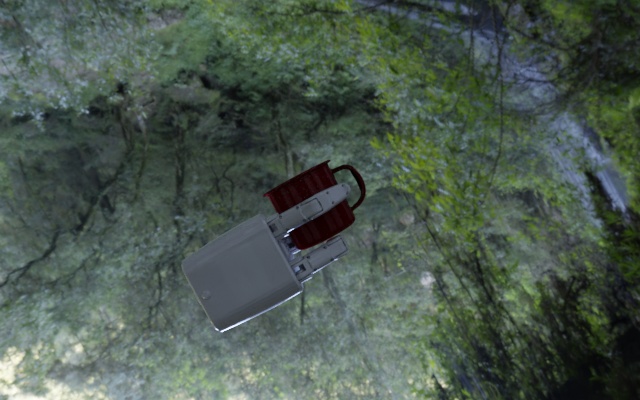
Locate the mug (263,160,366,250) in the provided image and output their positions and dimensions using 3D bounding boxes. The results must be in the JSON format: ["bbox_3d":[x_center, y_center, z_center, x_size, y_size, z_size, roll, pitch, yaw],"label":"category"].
[{"bbox_3d":[0.001,0.001,0.581,0.117,0.081,0.093,-28,2,0],"label":"mug"}]
